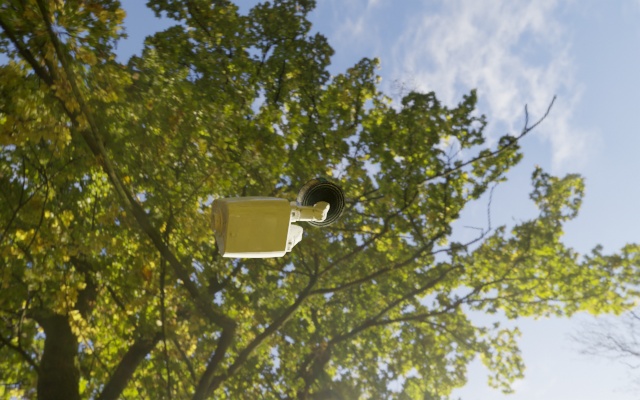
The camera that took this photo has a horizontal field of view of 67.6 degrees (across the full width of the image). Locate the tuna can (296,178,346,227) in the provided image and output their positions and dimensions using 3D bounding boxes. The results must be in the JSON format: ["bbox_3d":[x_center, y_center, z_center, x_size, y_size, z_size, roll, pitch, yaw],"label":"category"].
[{"bbox_3d":[0.000,0.003,0.867,0.086,0.086,0.033,0,18,-23],"label":"tuna can"}]
